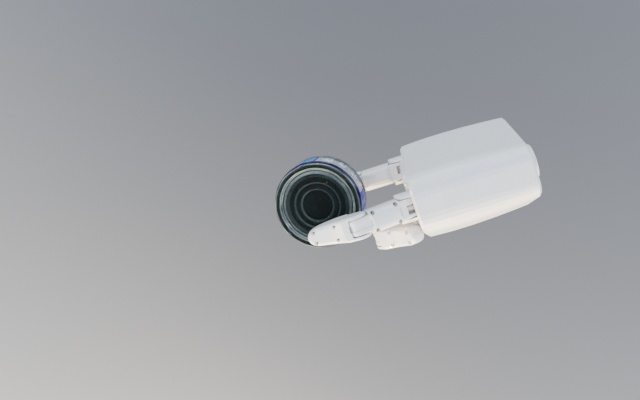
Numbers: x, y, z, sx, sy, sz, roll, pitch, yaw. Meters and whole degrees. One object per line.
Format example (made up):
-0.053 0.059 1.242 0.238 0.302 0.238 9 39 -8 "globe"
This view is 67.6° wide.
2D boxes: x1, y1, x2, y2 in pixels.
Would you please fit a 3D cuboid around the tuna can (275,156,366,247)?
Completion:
0.000 0.002 0.463 0.086 0.086 0.033 0 14 13 "tuna can"
